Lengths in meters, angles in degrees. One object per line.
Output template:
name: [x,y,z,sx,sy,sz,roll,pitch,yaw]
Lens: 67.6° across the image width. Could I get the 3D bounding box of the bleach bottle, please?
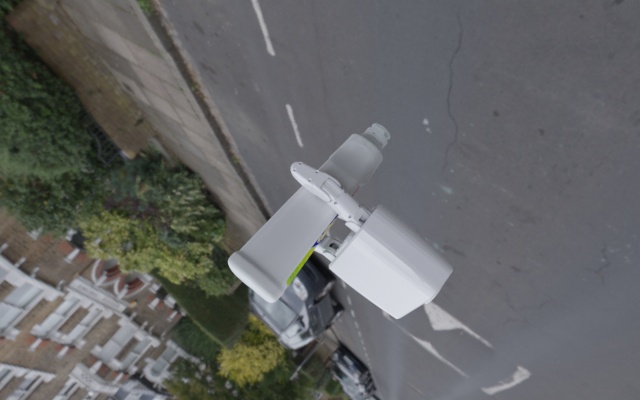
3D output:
bleach bottle: [0.000,0.002,0.562,0.068,0.250,0.102,39,-16,5]
